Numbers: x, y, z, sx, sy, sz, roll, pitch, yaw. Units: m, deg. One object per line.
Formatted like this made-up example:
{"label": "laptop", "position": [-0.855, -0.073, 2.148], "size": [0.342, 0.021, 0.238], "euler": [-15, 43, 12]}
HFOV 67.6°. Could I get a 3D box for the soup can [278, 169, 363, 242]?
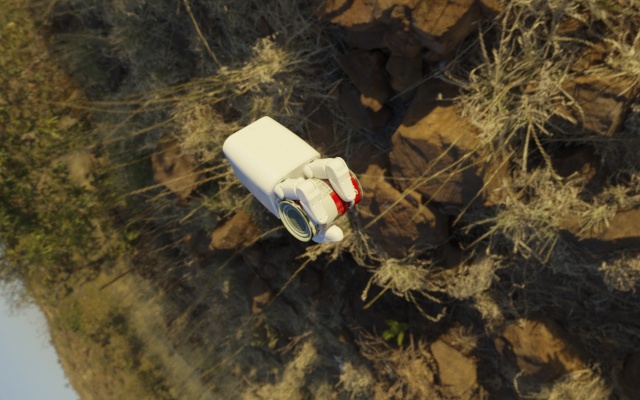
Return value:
{"label": "soup can", "position": [0.000, 0.003, 0.665], "size": [0.102, 0.068, 0.068], "euler": [-37, 20, -30]}
